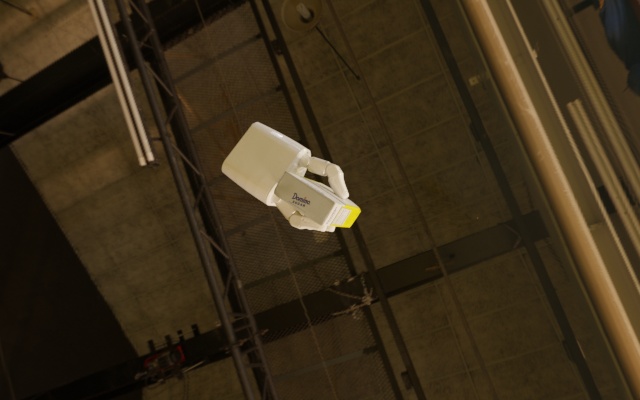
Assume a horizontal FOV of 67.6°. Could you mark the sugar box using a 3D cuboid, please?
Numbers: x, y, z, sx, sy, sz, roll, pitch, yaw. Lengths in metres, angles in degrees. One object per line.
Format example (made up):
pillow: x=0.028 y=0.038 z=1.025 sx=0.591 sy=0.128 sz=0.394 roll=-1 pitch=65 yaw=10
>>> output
sugar box: x=0.000 y=0.003 z=0.763 sx=0.093 sy=0.048 sz=0.176 roll=33 pitch=8 yaw=17
